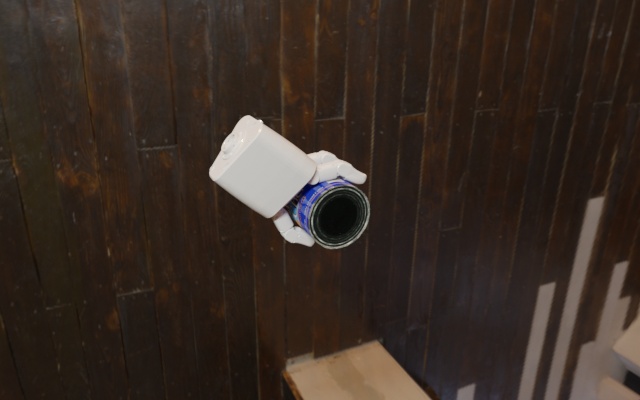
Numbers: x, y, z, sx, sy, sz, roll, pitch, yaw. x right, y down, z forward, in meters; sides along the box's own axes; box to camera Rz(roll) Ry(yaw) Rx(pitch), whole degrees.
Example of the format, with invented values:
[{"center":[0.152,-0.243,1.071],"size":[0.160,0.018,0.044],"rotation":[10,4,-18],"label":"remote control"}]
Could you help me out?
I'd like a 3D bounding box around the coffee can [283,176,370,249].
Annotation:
[{"center":[0.000,0.003,0.763],"size":[0.103,0.103,0.140],"rotation":[0,19,-26],"label":"coffee can"}]
